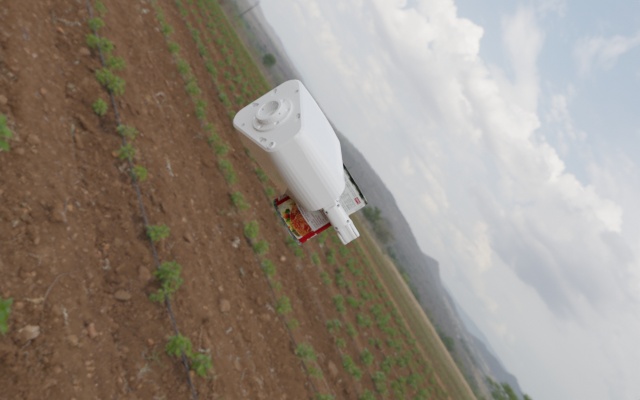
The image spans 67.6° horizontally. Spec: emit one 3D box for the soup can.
[{"bbox_3d":[0.001,0.002,0.610,0.102,0.068,0.068,-31,-2,4],"label":"soup can"}]
